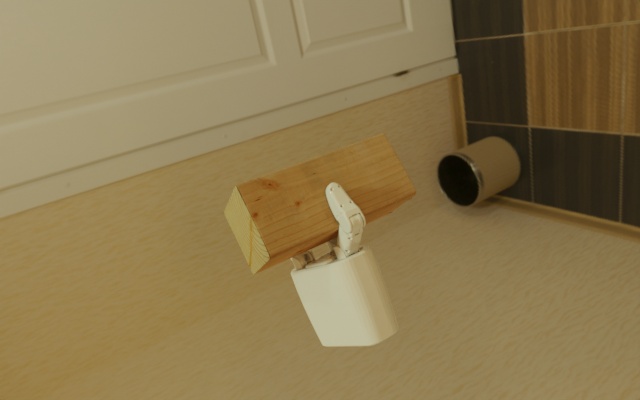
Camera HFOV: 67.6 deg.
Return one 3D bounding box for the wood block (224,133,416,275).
[{"bbox_3d":[0.000,0.002,0.586,0.206,0.090,0.091,-22,-11,-26],"label":"wood block"}]
